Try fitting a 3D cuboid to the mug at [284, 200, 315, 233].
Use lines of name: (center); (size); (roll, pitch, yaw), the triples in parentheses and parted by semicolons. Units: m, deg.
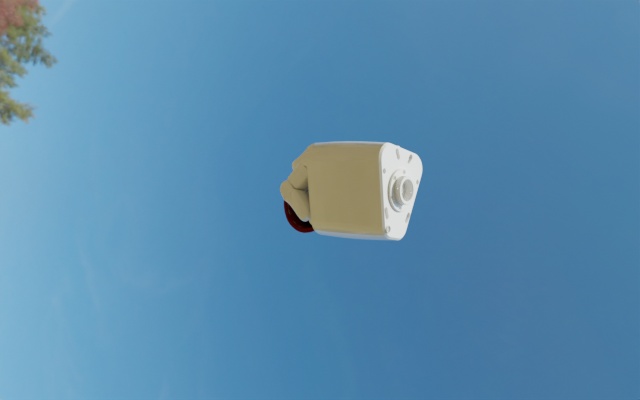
mug: (-0.001, 0.002, 0.684); (0.117, 0.093, 0.081); (5, -4, 43)
